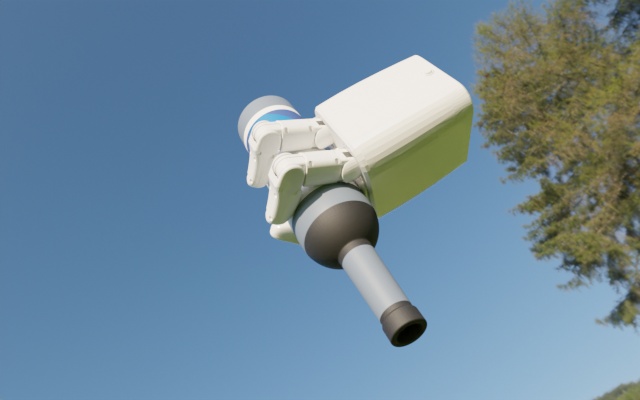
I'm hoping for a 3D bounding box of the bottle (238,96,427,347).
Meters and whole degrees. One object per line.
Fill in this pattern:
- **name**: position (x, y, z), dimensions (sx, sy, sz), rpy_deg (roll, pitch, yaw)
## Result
- **bottle**: position (0.000, 0.001, 0.414), dimensions (0.069, 0.069, 0.295), rpy_deg (0, 35, -29)
